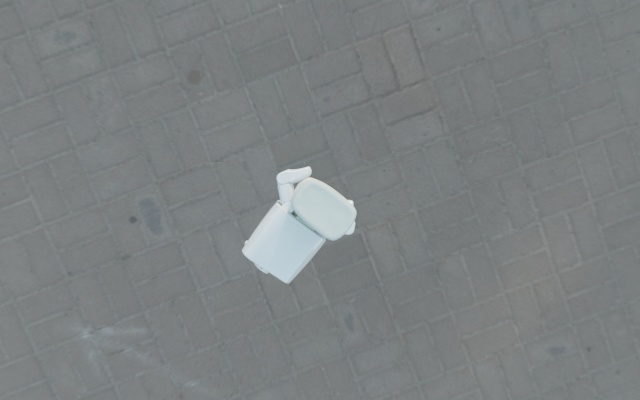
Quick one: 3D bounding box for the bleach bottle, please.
[{"bbox_3d":[0.000,0.003,0.850,0.102,0.068,0.251,38,3,-4],"label":"bleach bottle"}]
